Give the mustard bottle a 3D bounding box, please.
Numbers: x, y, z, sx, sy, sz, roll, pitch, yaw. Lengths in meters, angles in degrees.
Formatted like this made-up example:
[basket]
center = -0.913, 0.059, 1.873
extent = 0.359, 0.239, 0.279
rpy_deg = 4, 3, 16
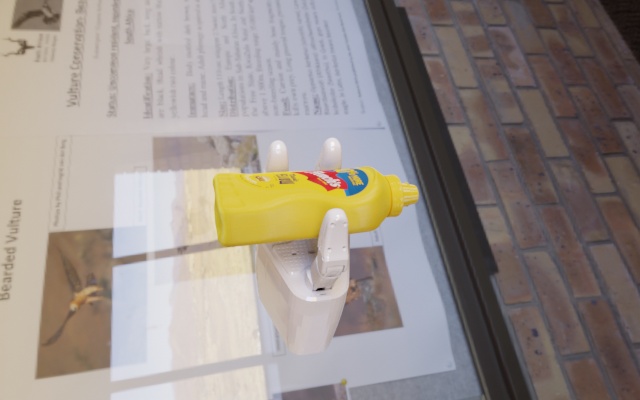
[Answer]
[mustard bottle]
center = 0.000, 0.001, 0.442
extent = 0.191, 0.058, 0.096
rpy_deg = -4, 18, -15
